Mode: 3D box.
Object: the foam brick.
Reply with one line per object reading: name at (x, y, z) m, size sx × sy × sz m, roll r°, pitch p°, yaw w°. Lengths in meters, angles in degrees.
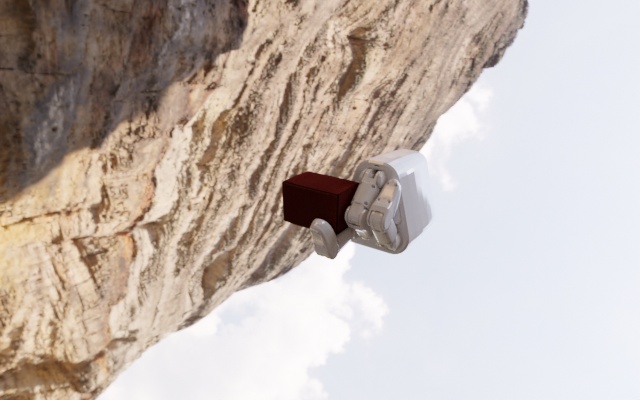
foam brick at (0.000, 0.002, 0.572) m, size 0.078 × 0.053 × 0.051 m, roll 15°, pitch 27°, yaw 29°
